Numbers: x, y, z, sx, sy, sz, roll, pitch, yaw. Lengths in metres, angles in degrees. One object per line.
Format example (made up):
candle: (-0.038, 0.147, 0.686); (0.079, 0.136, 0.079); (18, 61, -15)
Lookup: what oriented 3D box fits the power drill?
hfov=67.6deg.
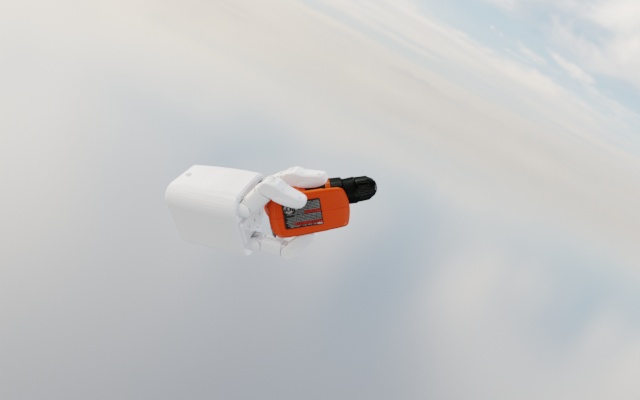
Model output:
power drill: (0.000, 0.002, 0.698); (0.184, 0.057, 0.187); (-11, 6, 1)
